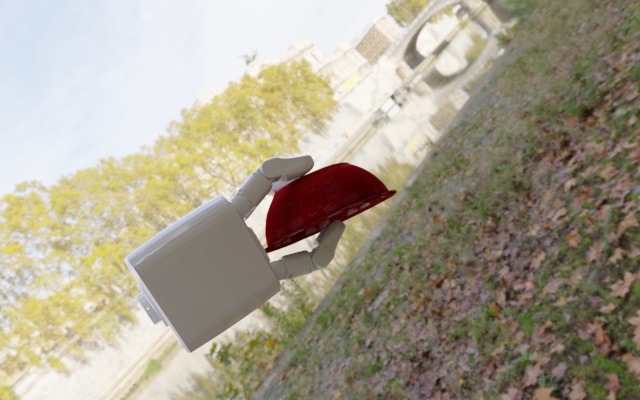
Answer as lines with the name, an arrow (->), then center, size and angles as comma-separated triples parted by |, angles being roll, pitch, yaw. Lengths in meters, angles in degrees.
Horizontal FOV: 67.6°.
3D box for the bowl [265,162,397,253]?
bowl -> 0.001, 0.001, 0.530 | 0.162, 0.055, 0.162 | -24, -7, -3
